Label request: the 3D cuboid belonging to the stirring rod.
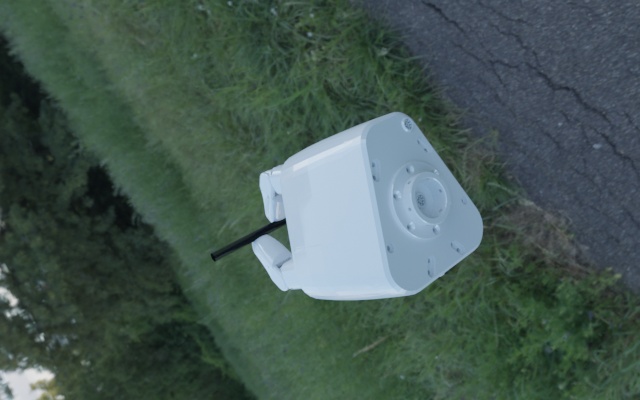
[{"bbox_3d":[0.000,0.001,0.468,0.239,0.011,0.011,-27,15,-31],"label":"stirring rod"}]
